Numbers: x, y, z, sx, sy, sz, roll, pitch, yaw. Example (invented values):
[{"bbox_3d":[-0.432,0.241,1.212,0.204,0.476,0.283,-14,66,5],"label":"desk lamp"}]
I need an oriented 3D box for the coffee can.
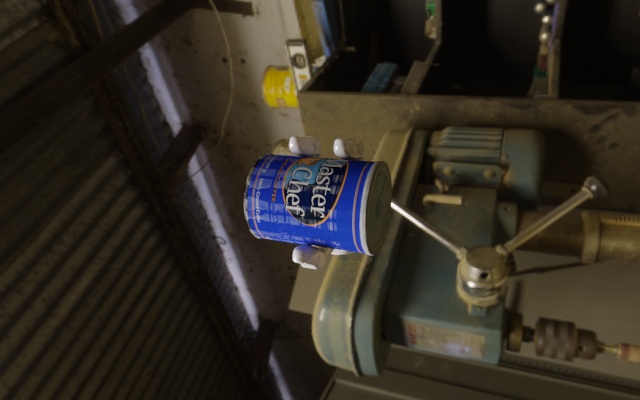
[{"bbox_3d":[0.000,0.002,0.541,0.140,0.103,0.103,6,2,21],"label":"coffee can"}]
